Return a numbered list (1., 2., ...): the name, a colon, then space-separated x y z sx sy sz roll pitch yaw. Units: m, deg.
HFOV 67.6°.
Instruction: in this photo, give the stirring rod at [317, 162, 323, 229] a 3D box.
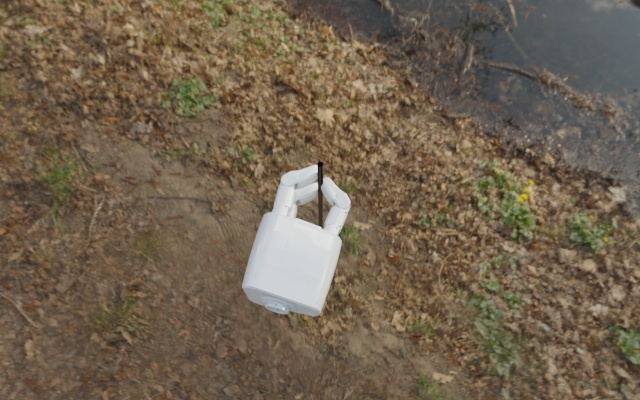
1. stirring rod: 0.000 0.003 0.751 0.011 0.011 0.240 0 -25 0
